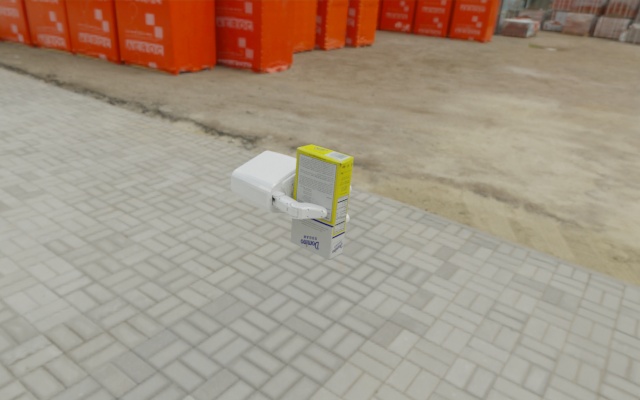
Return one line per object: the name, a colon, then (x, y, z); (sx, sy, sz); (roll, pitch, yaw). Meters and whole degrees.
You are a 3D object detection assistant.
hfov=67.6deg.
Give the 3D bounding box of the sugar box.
sugar box: (0.000, 0.002, 0.811); (0.093, 0.176, 0.048); (22, 30, 34)
